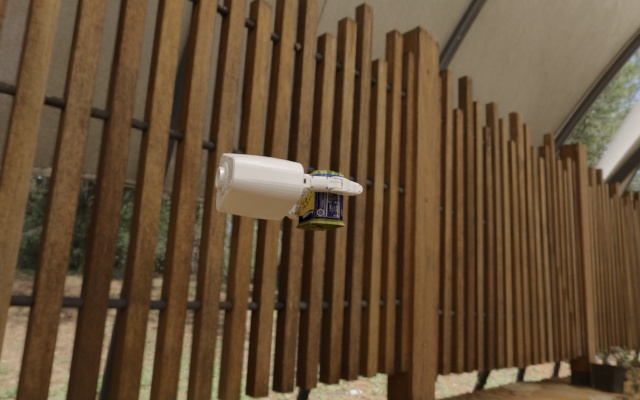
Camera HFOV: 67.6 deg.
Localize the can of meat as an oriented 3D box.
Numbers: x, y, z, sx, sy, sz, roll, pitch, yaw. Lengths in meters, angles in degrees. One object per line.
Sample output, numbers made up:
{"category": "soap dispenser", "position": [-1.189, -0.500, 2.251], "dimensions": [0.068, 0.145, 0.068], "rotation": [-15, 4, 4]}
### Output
{"category": "can of meat", "position": [0.000, 0.002, 0.776], "dimensions": [0.057, 0.084, 0.102], "rotation": [6, -11, -20]}
